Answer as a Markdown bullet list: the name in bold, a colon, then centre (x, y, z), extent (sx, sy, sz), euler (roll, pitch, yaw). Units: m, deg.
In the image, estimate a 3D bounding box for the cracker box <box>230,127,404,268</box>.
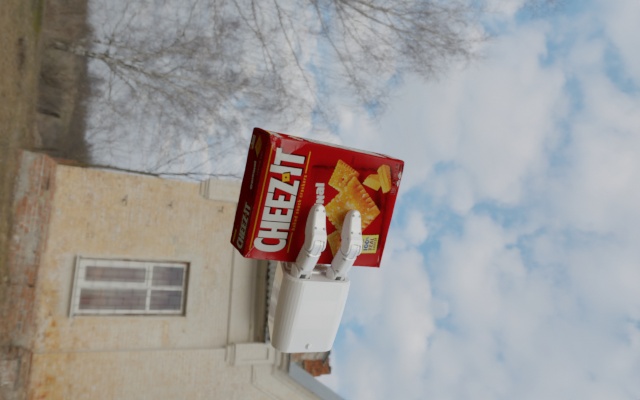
- **cracker box**: centre (0.000, 0.002, 0.662), extent (0.214, 0.164, 0.072), euler (8, 11, -28)
